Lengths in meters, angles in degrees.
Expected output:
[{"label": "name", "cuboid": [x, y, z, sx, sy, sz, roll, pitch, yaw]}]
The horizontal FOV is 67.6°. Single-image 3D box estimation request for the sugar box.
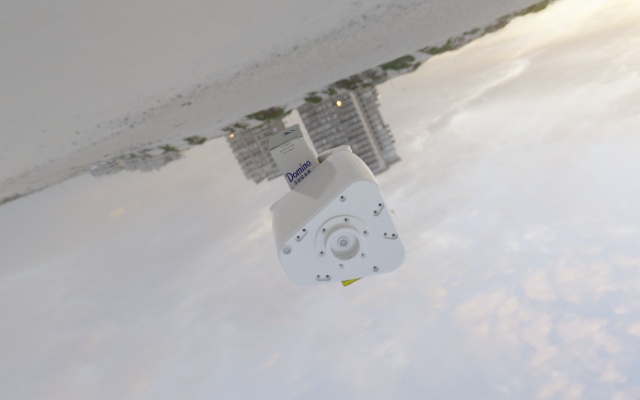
[{"label": "sugar box", "cuboid": [0.001, 0.002, 0.549, 0.048, 0.176, 0.093, -25, 17, 2]}]
